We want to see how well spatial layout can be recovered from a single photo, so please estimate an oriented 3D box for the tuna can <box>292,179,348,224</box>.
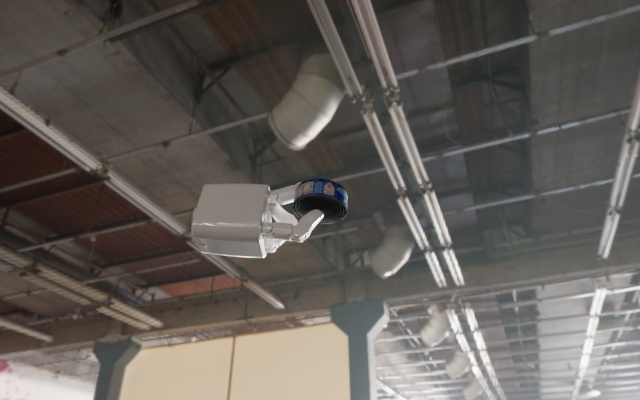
[{"bbox_3d":[0.000,0.002,0.749,0.086,0.033,0.086,5,-32,3],"label":"tuna can"}]
